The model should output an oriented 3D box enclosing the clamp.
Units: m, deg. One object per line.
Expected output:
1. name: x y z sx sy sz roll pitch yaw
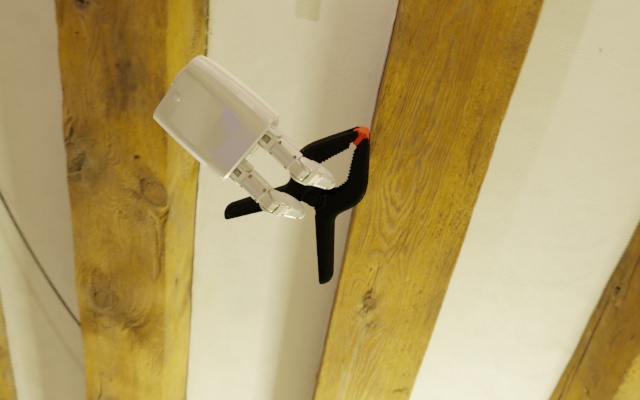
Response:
1. clamp: 0.000 0.001 0.587 0.210 0.164 0.036 -45 10 24
